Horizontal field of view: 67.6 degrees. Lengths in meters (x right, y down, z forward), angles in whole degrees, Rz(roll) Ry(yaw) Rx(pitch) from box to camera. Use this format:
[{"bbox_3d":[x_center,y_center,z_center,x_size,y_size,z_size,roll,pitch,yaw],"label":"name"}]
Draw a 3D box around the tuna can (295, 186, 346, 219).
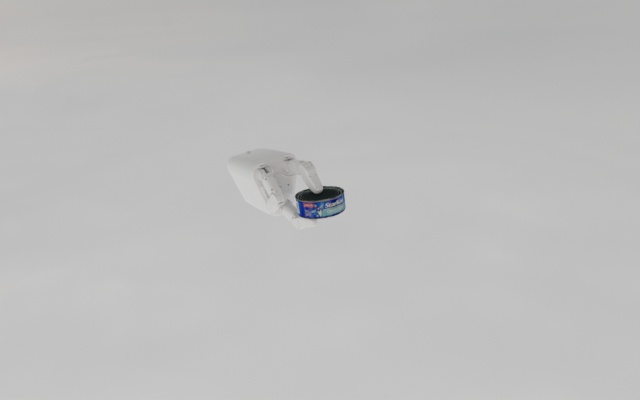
[{"bbox_3d":[0.000,0.003,0.821,0.086,0.034,0.086,-7,17,2],"label":"tuna can"}]
